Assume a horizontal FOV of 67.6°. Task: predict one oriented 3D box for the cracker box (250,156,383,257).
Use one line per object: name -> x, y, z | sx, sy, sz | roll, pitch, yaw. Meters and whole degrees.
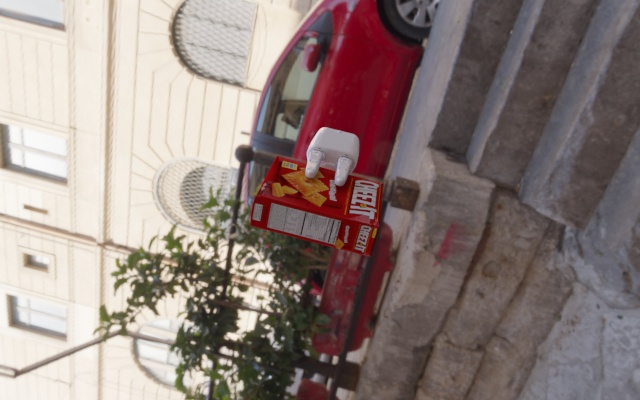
cracker box -> 0.000, 0.003, 0.853 | 0.213, 0.072, 0.164 | 14, 30, 2
